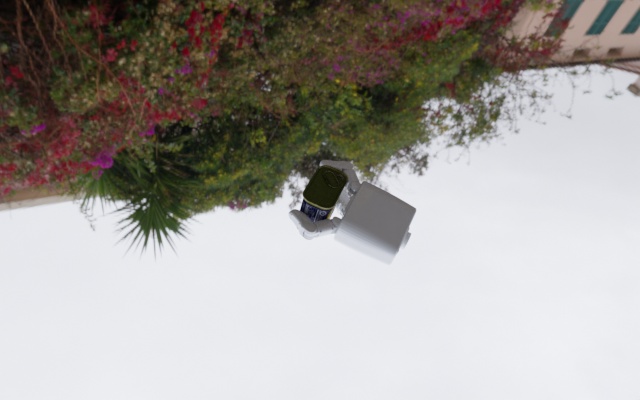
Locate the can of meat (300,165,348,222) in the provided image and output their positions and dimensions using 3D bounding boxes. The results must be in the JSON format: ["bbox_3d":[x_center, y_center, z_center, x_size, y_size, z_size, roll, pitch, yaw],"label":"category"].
[{"bbox_3d":[0.000,0.003,0.833,0.057,0.084,0.102,24,45,5],"label":"can of meat"}]
